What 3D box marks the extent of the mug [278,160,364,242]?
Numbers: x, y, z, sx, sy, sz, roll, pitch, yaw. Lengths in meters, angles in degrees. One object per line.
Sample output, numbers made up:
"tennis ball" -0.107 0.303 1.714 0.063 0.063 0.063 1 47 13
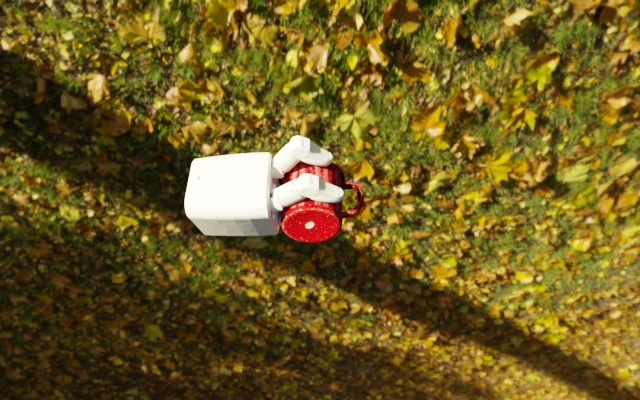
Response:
"mug" 0.002 0.002 0.642 0.117 0.081 0.093 -3 -38 3
